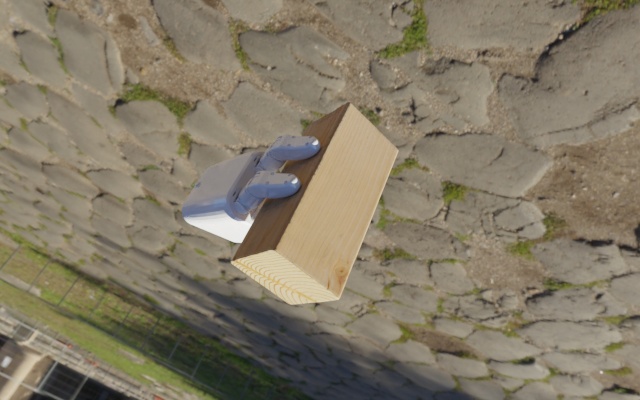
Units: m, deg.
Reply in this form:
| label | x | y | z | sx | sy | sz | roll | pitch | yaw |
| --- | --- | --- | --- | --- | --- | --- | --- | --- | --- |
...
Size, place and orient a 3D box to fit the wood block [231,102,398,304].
| label | x | y | z | sx | sy | sz | roll | pitch | yaw |
| --- | --- | --- | --- | --- | --- | --- | --- | --- | --- |
| wood block | 0.000 | 0.002 | 0.537 | 0.091 | 0.206 | 0.090 | 40 | -34 | -23 |
